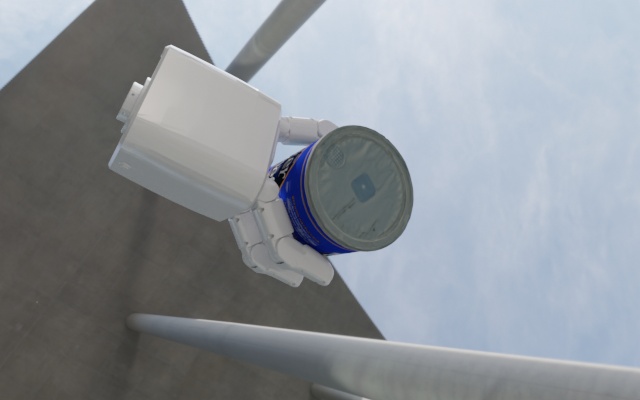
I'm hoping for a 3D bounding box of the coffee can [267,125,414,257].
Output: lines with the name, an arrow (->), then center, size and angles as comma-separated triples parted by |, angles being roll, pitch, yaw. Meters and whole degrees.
coffee can -> 0.000, 0.001, 0.437 | 0.103, 0.103, 0.140 | 0, -10, -31
